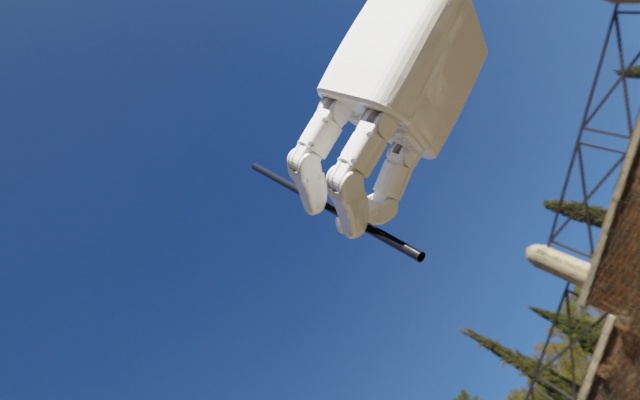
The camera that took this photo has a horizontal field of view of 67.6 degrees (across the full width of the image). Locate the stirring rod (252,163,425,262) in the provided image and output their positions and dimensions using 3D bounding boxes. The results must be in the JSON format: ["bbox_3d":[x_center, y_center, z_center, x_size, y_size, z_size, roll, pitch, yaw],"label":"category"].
[{"bbox_3d":[0.000,0.001,0.422,0.011,0.011,0.239,0,18,-38],"label":"stirring rod"}]
